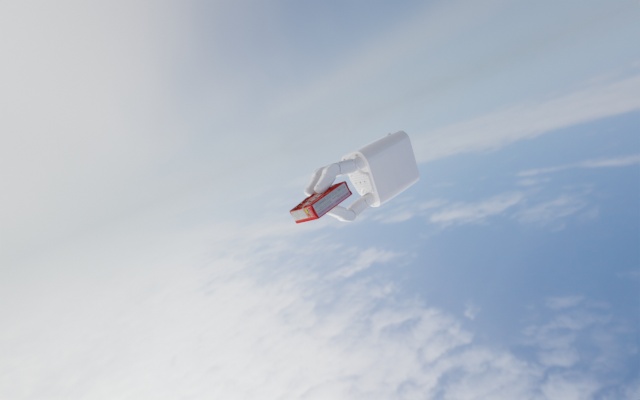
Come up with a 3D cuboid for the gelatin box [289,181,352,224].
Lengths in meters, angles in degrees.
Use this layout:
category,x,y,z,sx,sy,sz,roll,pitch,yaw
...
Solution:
category,x,y,z,sx,sy,sz,roll,pitch,yaw
gelatin box,0.000,0.003,0.829,0.089,0.030,0.073,-36,12,-32
